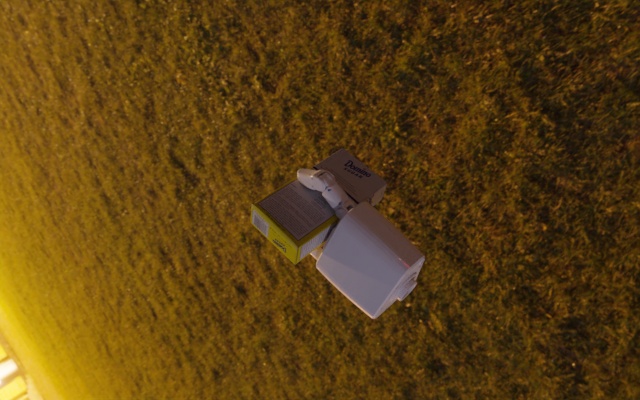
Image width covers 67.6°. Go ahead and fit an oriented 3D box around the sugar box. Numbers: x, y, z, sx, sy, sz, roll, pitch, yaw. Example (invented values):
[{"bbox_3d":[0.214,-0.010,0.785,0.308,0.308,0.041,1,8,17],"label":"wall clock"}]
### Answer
[{"bbox_3d":[0.000,0.003,0.658,0.176,0.048,0.093,-32,61,-34],"label":"sugar box"}]
